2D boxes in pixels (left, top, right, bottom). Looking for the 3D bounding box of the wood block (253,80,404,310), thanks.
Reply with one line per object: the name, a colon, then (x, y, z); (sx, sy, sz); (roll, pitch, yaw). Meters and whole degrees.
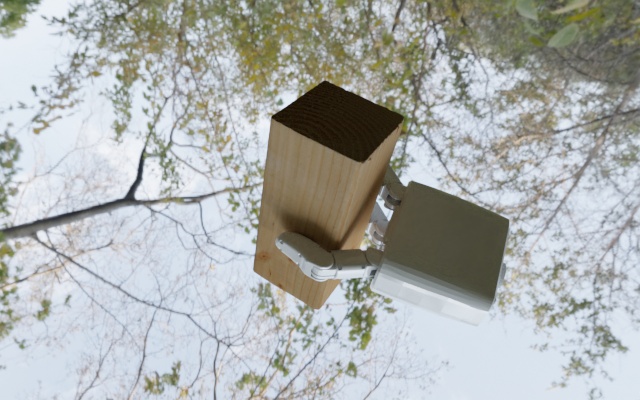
wood block: (0.000, 0.002, 0.479); (0.090, 0.206, 0.090); (28, 45, 16)
